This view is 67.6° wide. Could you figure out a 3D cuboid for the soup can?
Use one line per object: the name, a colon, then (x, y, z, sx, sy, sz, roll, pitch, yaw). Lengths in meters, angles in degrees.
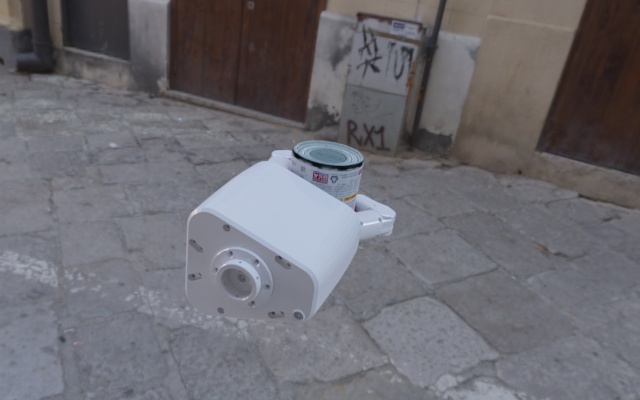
soup can: (0.000, 0.001, 0.456, 0.068, 0.102, 0.068, 7, 25, -3)
